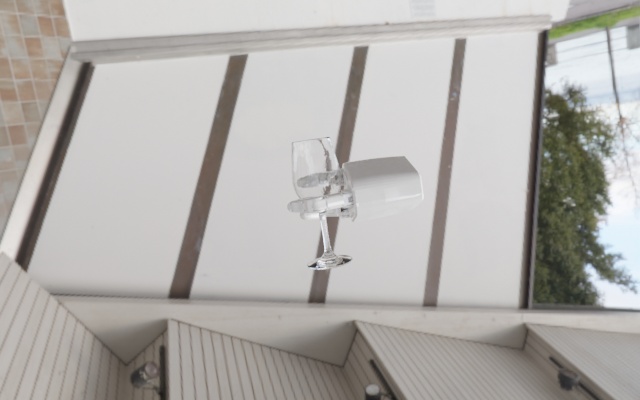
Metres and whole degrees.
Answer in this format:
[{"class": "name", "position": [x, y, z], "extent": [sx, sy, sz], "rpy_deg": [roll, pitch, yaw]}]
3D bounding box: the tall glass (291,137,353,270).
[{"class": "tall glass", "position": [0.000, 0.003, 0.759], "extent": [0.079, 0.201, 0.079], "rpy_deg": [-9, 7, 1]}]
